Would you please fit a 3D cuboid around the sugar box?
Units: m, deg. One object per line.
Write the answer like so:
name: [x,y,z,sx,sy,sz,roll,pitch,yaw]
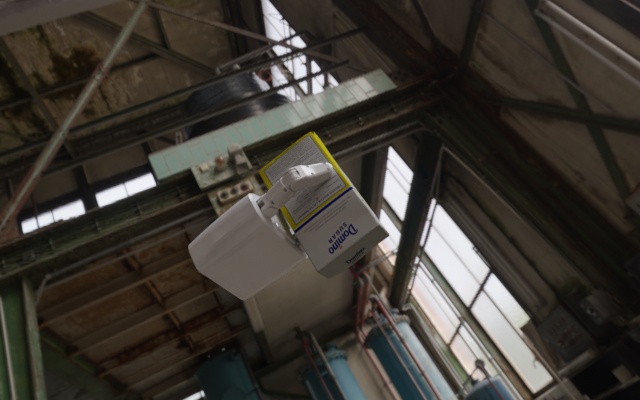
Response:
sugar box: [0.000,0.002,0.600,0.093,0.176,0.048,-38,-32,7]
